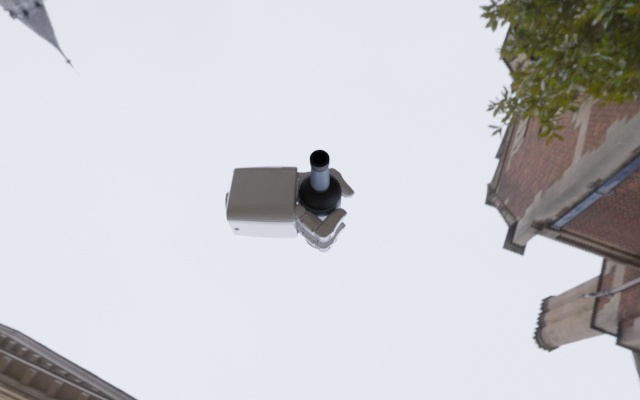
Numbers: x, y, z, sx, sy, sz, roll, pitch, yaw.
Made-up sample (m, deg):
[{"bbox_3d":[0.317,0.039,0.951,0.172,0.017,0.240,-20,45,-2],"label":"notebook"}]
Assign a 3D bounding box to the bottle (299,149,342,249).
[{"bbox_3d":[0.000,0.003,0.767,0.069,0.069,0.296,0,-24,1],"label":"bottle"}]
